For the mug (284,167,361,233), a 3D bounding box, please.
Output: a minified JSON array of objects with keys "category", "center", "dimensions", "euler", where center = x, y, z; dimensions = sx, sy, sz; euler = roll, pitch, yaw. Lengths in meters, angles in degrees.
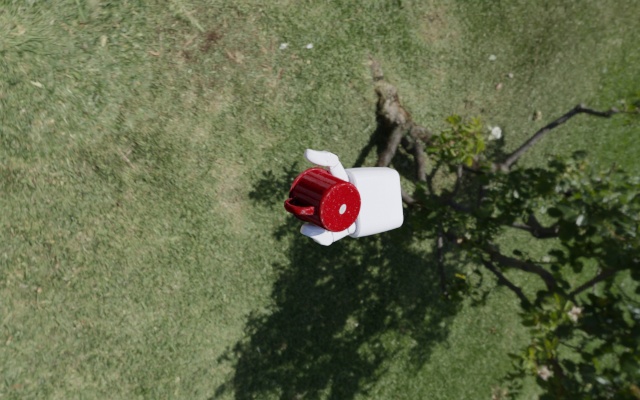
[{"category":"mug","center":[-0.001,0.003,0.742],"dimensions":[0.117,0.093,0.081],"euler":[-8,20,-34]}]
